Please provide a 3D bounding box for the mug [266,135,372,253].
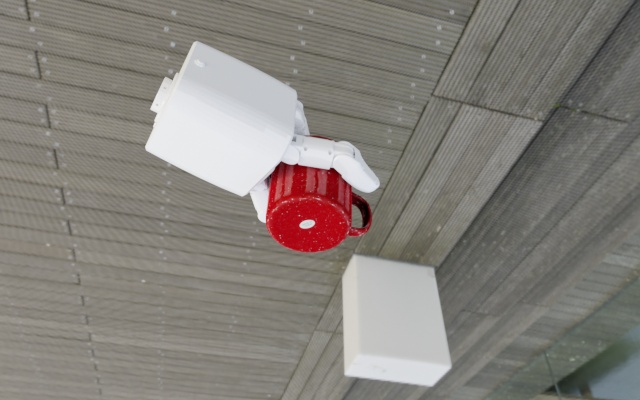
[{"bbox_3d":[0.001,0.002,0.476,0.117,0.081,0.093,25,-49,-20],"label":"mug"}]
